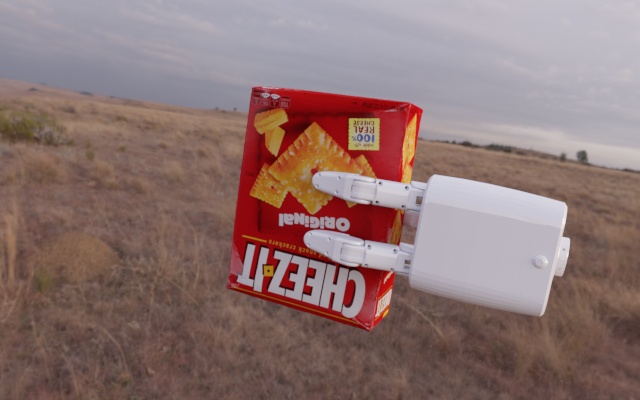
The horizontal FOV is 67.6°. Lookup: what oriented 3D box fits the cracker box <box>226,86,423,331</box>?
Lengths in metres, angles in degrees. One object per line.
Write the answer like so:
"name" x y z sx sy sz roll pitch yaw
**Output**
"cracker box" 0.000 0.001 0.480 0.164 0.214 0.072 12 8 21
